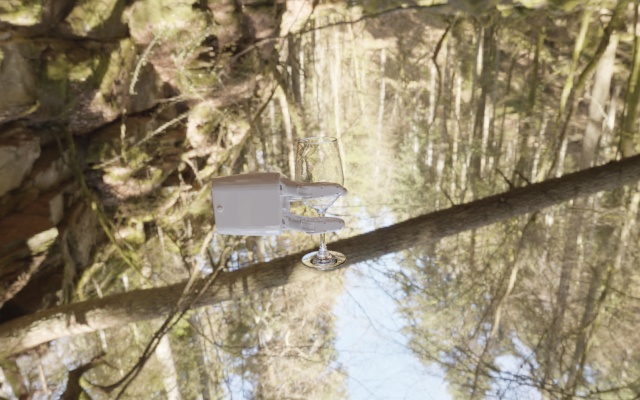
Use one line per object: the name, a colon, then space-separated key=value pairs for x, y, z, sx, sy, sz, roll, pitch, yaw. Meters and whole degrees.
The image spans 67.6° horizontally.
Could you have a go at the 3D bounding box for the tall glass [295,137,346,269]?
tall glass: x=0.000 y=0.003 z=0.759 sx=0.079 sy=0.201 sz=0.079 roll=-2 pitch=15 yaw=1
